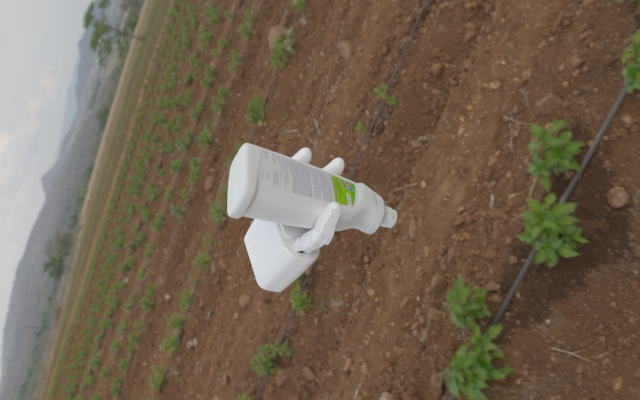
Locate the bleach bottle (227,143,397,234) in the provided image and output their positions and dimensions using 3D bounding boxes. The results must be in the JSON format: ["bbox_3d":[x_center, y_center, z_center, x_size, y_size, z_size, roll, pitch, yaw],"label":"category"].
[{"bbox_3d":[0.000,0.002,0.667,0.251,0.102,0.068,17,-44,-25],"label":"bleach bottle"}]
